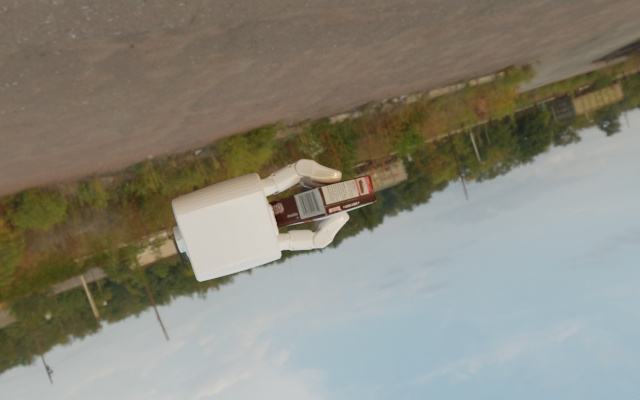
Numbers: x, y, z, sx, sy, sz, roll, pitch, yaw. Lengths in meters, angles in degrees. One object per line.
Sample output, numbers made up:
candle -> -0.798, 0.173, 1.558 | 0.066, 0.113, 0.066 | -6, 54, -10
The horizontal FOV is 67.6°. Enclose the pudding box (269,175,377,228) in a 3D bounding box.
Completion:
pudding box -> 0.000, 0.002, 0.607 | 0.090, 0.039, 0.113 | -16, 2, -40
